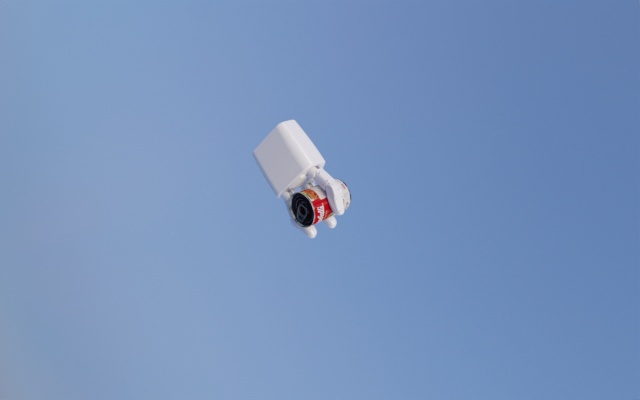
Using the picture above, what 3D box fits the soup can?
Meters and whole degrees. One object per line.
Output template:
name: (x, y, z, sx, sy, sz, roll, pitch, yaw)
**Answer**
soup can: (0.001, 0.003, 0.900, 0.102, 0.068, 0.068, -23, 15, -41)
